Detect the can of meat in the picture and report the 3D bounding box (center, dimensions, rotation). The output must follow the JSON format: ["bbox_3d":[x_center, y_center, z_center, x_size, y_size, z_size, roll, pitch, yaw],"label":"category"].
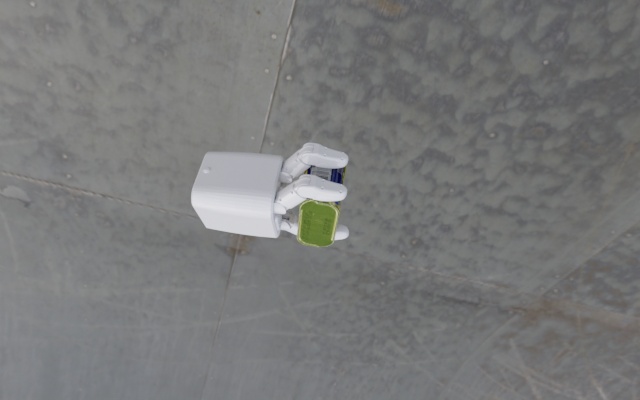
[{"bbox_3d":[0.000,0.002,0.646,0.057,0.084,0.102,8,-40,0],"label":"can of meat"}]
